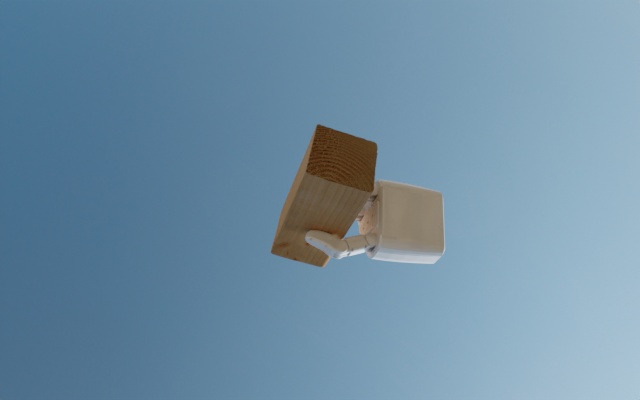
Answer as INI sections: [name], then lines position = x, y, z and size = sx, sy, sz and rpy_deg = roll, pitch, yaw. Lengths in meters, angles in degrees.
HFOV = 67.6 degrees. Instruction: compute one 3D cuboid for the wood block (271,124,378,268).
[wood block]
position = 0.000, 0.003, 0.688
size = 0.090, 0.090, 0.206
rpy_deg = 17, -39, -8
